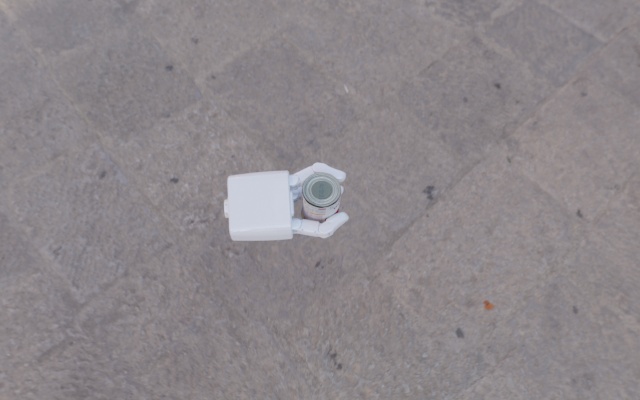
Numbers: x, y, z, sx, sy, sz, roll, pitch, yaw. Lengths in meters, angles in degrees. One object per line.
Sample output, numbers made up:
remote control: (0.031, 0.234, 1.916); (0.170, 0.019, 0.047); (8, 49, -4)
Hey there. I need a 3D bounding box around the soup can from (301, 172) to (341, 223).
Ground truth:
soup can: (0.001, 0.003, 0.838); (0.068, 0.068, 0.102); (0, -26, -2)
